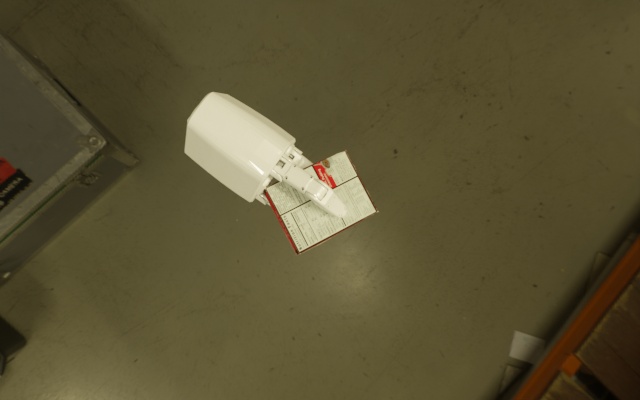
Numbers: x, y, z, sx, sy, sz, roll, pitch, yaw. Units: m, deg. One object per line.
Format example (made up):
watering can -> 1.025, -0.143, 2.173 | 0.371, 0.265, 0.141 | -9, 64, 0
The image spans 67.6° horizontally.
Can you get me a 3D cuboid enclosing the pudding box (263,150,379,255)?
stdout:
pudding box -> 0.000, 0.002, 0.579 | 0.113, 0.090, 0.039 | -27, -1, -8
